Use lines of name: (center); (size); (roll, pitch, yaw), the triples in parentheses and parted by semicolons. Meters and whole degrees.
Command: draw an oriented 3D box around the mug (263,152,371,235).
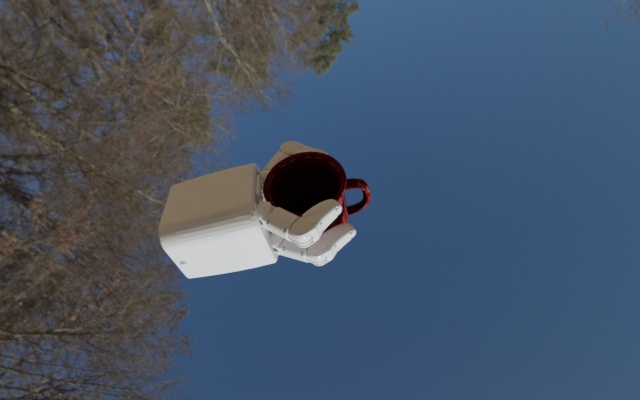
mug: (0.002, 0.002, 0.555); (0.117, 0.093, 0.082); (-12, -38, 2)
